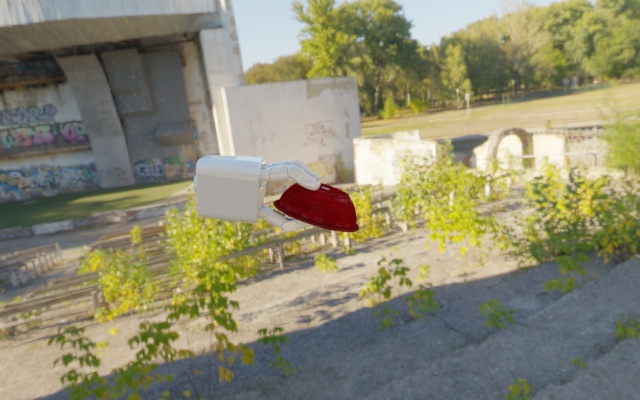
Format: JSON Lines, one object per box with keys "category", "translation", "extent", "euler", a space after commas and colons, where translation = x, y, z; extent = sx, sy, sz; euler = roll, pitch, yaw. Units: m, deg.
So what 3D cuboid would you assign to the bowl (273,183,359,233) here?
{"category": "bowl", "translation": [0.001, 0.003, 0.854], "extent": [0.162, 0.055, 0.162], "euler": [17, 10, -3]}
